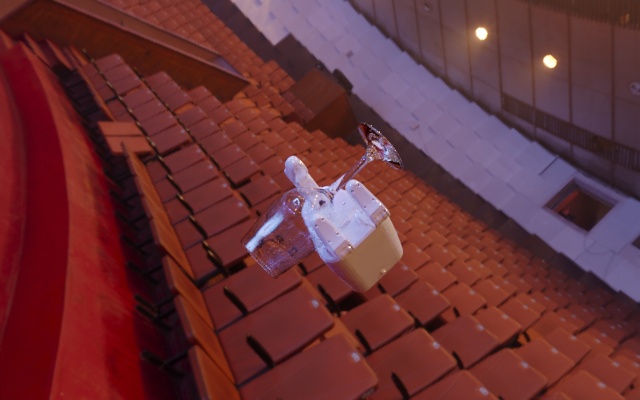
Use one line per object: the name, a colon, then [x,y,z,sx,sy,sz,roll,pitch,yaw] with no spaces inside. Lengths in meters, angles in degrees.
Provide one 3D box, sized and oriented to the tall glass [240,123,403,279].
tall glass: [0.000,0.001,0.566,0.201,0.079,0.079,-43,5,-6]
